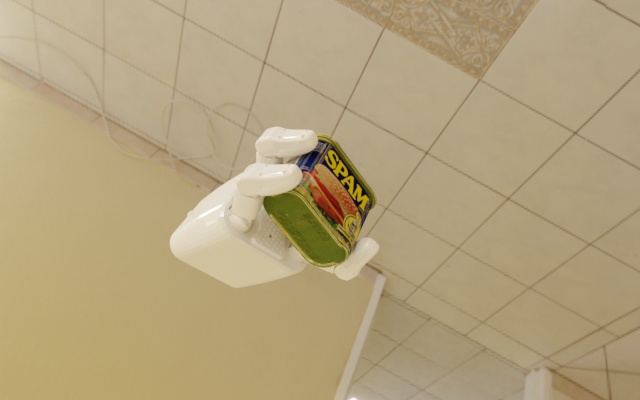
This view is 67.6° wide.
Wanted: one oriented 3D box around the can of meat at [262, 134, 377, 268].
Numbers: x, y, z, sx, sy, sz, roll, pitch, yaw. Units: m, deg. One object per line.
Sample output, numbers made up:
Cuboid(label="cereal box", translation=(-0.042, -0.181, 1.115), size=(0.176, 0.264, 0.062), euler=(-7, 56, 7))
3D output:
Cuboid(label="can of meat", translation=(0.000, 0.002, 0.462), size=(0.057, 0.102, 0.084), euler=(-20, 29, 39))
